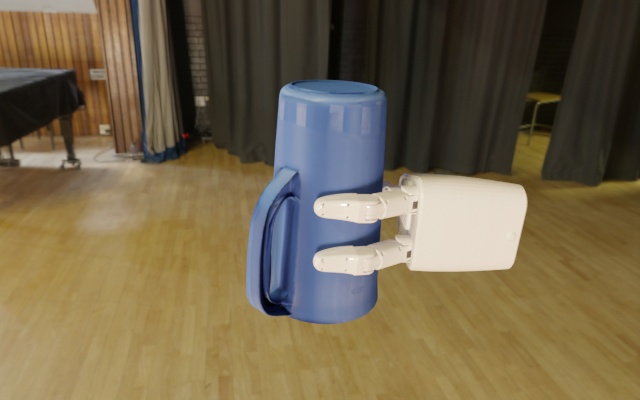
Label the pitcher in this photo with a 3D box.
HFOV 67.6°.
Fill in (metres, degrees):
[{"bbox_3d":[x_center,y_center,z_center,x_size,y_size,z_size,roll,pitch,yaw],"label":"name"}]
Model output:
[{"bbox_3d":[0.000,0.002,0.509,0.145,0.243,0.149,2,21,-3],"label":"pitcher"}]
